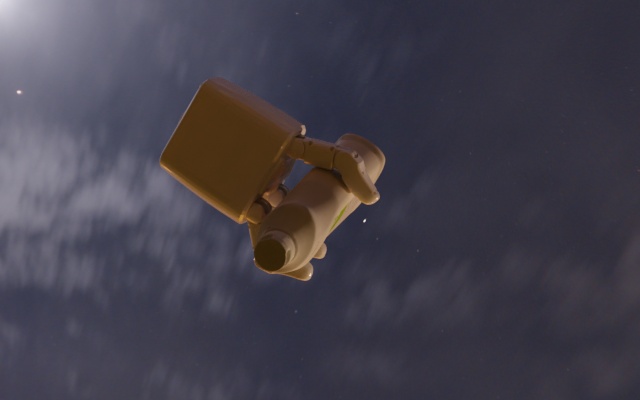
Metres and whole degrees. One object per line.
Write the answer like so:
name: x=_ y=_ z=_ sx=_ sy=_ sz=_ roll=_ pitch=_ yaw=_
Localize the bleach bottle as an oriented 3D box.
bleach bottle: x=0.000 y=0.002 z=0.491 sx=0.068 sy=0.103 sz=0.250 roll=32 pitch=23 yaw=6
